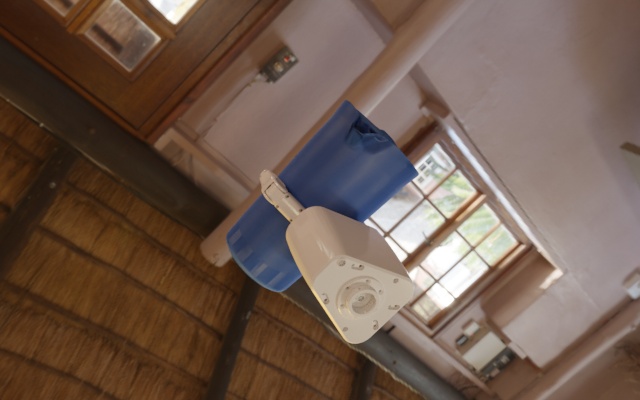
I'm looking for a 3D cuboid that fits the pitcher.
[{"bbox_3d":[0.000,0.002,0.625,0.149,0.243,0.145,42,7,-29],"label":"pitcher"}]
